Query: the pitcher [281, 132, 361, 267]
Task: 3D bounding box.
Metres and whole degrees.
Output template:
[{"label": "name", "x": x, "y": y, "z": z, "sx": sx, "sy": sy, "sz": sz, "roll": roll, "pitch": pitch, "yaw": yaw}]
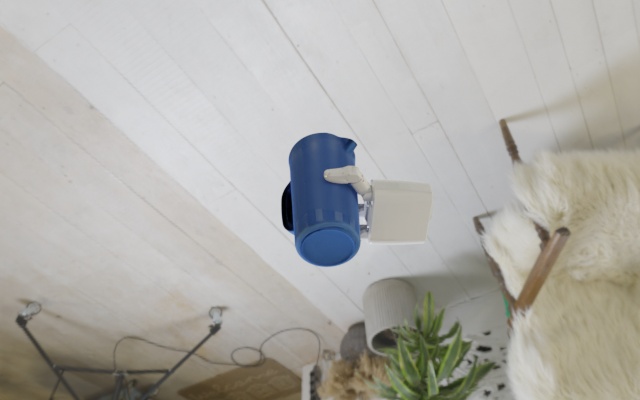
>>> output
[{"label": "pitcher", "x": 0.000, "y": 0.003, "z": 0.863, "sx": 0.145, "sy": 0.149, "sz": 0.242, "roll": 2, "pitch": 42, "yaw": -4}]
